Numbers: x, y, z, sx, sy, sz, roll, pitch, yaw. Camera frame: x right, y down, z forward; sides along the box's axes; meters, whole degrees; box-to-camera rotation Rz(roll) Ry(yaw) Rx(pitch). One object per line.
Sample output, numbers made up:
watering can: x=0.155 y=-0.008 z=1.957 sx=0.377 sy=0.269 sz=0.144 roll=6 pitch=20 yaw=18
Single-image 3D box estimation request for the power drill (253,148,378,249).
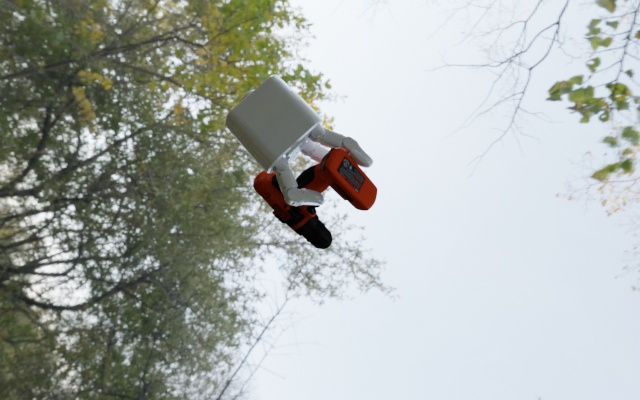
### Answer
power drill: x=0.000 y=0.002 z=0.788 sx=0.188 sy=0.057 sz=0.184 roll=-23 pitch=-59 yaw=43
